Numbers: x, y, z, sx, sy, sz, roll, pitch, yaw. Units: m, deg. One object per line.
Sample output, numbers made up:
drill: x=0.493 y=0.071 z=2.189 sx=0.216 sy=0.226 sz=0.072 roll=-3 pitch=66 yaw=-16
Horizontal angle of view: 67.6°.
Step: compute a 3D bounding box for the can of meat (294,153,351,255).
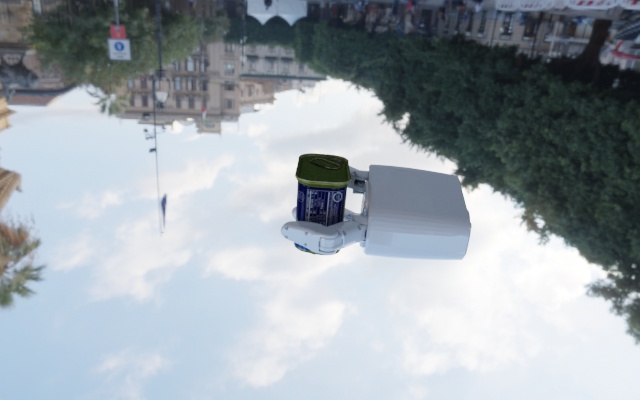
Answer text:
can of meat: x=0.000 y=0.002 z=0.530 sx=0.057 sy=0.084 sz=0.102 roll=4 pitch=21 yaw=-1
